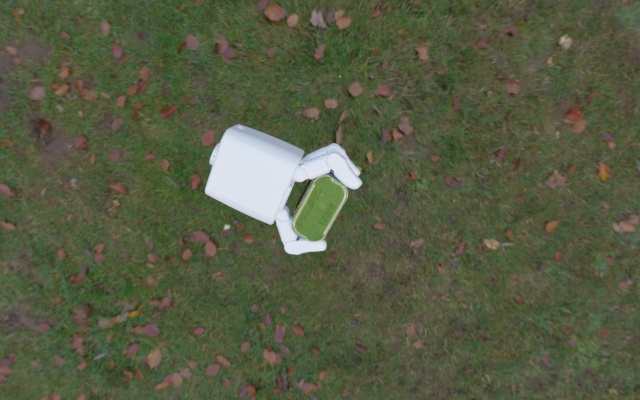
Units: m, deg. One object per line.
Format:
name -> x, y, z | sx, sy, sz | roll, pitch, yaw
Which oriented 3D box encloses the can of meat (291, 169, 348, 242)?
can of meat -> 0.000, 0.002, 0.689 | 0.057, 0.102, 0.084 | 28, 14, -4
